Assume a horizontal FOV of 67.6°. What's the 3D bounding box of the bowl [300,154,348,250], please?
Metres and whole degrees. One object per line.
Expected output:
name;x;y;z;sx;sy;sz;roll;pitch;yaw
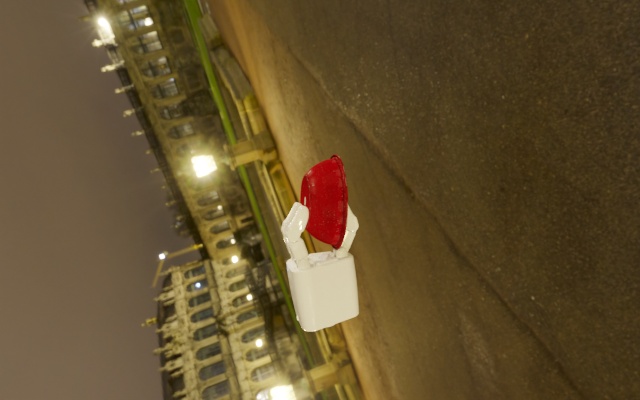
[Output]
bowl;0.000;0.001;0.805;0.055;0.162;0.162;0;0;-12
